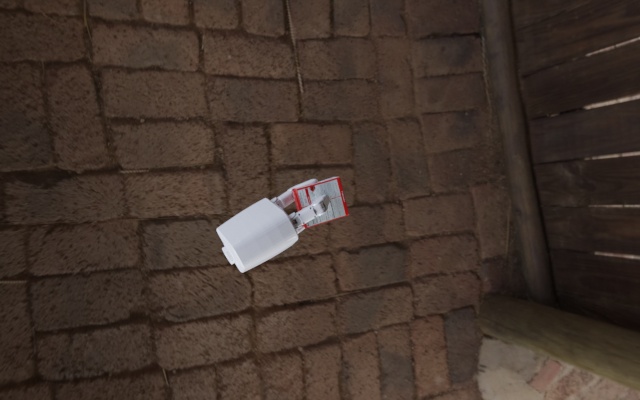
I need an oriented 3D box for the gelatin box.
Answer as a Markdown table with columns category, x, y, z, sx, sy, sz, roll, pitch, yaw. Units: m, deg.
| category | x | y | z | sx | sy | sz | roll | pitch | yaw |
| --- | --- | --- | --- | --- | --- | --- | --- | --- | --- |
| gelatin box | 0.001 | 0.003 | 0.867 | 0.089 | 0.073 | 0.030 | -17 | 8 | -15 |
